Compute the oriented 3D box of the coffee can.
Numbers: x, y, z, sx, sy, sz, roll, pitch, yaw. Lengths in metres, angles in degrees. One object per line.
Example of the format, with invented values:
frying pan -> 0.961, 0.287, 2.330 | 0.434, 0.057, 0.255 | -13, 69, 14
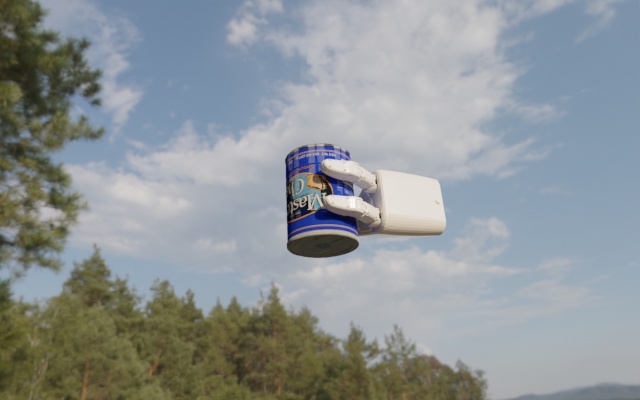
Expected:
coffee can -> 0.000, 0.002, 0.701 | 0.103, 0.140, 0.103 | -3, -24, -1
